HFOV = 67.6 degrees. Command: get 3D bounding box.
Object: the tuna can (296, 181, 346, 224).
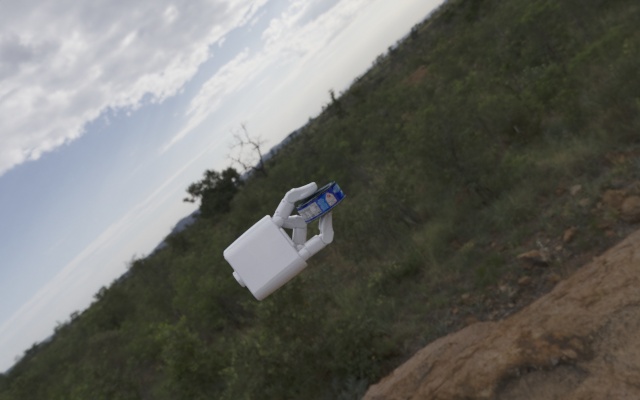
[{"bbox_3d":[0.000,0.002,0.840,0.086,0.034,0.086,-34,6,4],"label":"tuna can"}]
